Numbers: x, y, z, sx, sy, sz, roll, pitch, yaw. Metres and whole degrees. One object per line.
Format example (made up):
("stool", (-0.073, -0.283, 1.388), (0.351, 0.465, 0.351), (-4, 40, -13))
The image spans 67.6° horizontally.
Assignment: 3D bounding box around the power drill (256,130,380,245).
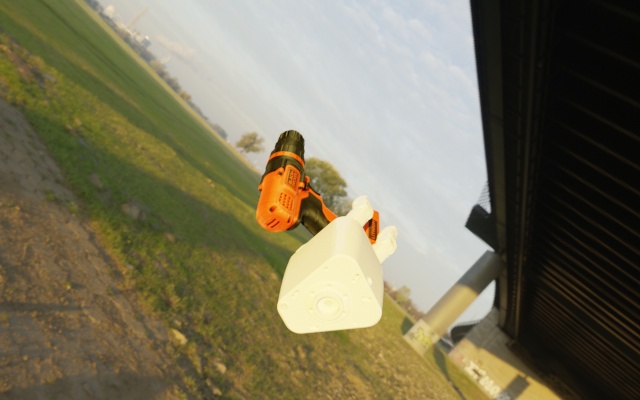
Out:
("power drill", (0.000, 0.003, 0.668), (0.188, 0.184, 0.057), (35, -50, -23))
